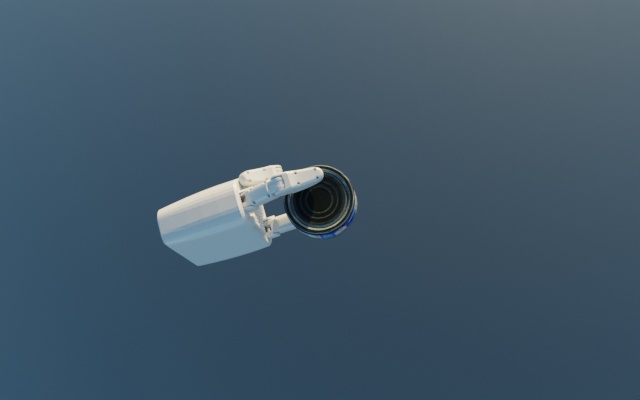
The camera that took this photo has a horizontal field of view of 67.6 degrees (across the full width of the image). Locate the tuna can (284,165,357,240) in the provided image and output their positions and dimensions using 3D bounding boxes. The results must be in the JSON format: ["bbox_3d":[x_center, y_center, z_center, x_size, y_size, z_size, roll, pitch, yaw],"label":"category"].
[{"bbox_3d":[0.000,0.002,0.568,0.086,0.086,0.034,0,-13,8],"label":"tuna can"}]
